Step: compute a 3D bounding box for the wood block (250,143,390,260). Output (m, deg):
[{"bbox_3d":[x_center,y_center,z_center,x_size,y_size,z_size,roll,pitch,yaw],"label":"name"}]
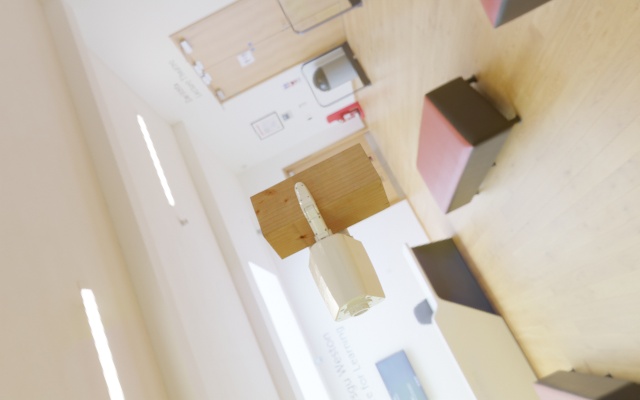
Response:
[{"bbox_3d":[0.000,0.003,0.804,0.206,0.090,0.091,-26,-38,2],"label":"wood block"}]
